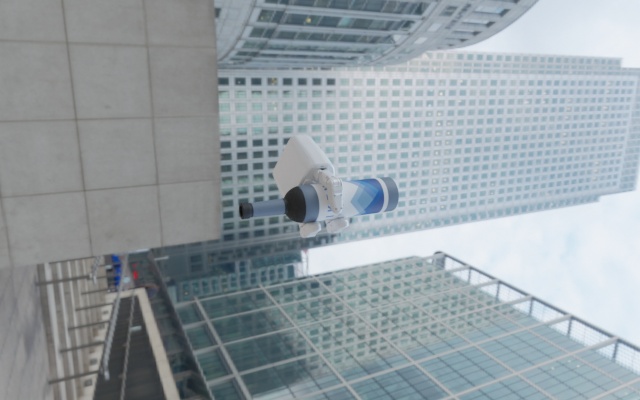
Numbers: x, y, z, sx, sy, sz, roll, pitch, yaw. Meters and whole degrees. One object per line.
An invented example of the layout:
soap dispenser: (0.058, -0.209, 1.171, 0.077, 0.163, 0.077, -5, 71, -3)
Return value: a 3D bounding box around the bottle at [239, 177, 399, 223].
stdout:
bottle: (0.000, 0.003, 0.854, 0.295, 0.069, 0.069, -7, 3, -26)
